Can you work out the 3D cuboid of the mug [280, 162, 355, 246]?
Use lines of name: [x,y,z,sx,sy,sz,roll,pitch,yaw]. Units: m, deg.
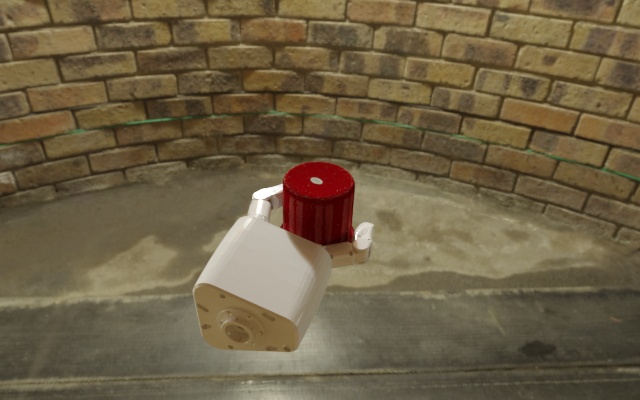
mug: [0.001,0.001,0.563,0.093,0.082,0.117,10,37,11]
